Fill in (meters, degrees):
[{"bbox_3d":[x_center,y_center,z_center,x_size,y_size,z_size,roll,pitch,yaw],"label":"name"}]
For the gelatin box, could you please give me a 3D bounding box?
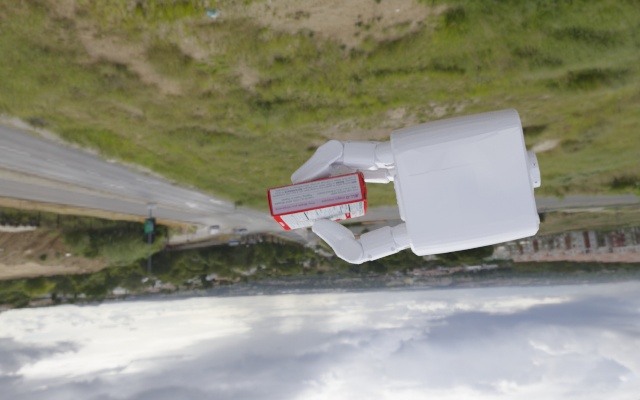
[{"bbox_3d":[0.000,0.002,0.457,0.089,0.030,0.073,-11,-13,3],"label":"gelatin box"}]
